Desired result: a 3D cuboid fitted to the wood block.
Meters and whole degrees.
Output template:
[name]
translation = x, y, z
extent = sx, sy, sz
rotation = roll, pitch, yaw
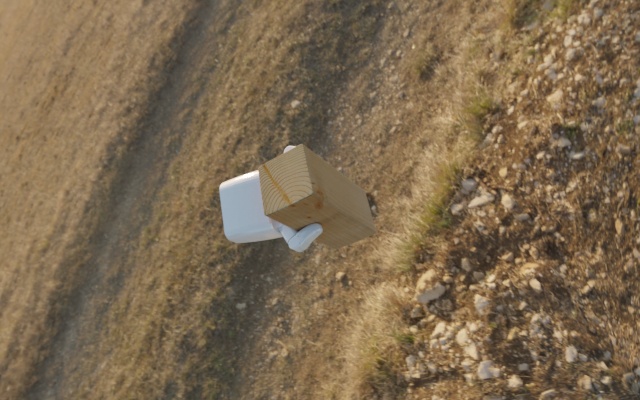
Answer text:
[wood block]
translation = 0.000, 0.003, 0.788
extent = 0.090, 0.090, 0.206
rotation = -25, -31, 24
